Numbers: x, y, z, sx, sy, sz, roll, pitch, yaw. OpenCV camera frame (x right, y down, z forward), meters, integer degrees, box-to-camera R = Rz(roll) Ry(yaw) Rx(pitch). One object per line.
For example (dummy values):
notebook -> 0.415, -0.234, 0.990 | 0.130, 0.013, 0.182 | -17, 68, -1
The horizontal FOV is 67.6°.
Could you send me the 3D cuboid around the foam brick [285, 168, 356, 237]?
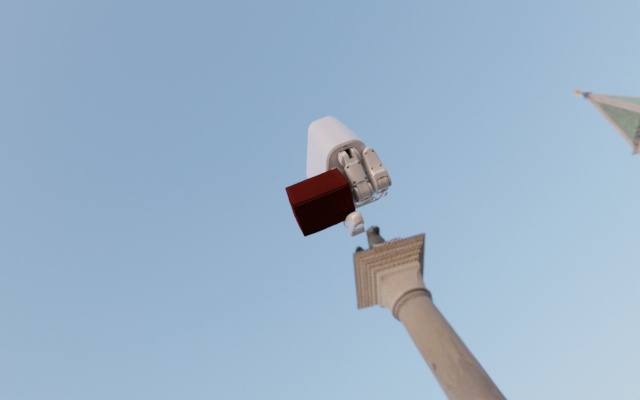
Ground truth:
foam brick -> 0.000, 0.002, 0.627 | 0.078, 0.053, 0.051 | -21, 34, -8
